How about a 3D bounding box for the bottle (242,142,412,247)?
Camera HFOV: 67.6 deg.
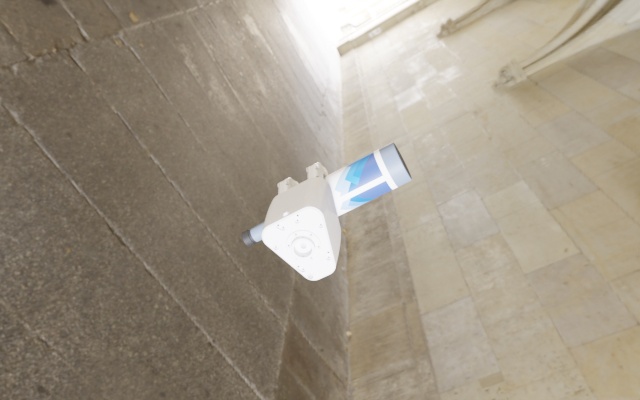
[{"bbox_3d":[0.000,0.002,0.777,0.296,0.069,0.069,-27,-7,15],"label":"bottle"}]
